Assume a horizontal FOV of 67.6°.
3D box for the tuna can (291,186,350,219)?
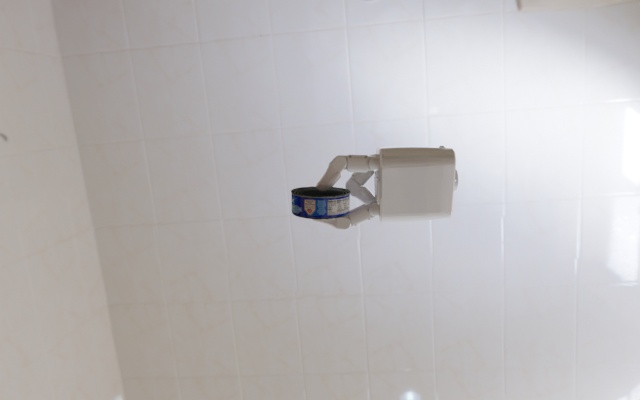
[{"bbox_3d":[0.000,0.003,0.691,0.086,0.034,0.086,0,11,0],"label":"tuna can"}]
